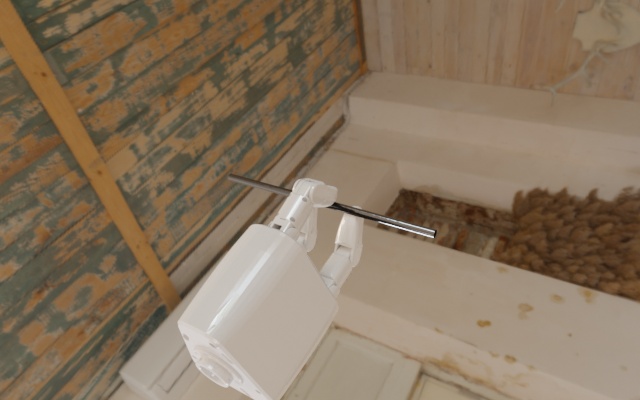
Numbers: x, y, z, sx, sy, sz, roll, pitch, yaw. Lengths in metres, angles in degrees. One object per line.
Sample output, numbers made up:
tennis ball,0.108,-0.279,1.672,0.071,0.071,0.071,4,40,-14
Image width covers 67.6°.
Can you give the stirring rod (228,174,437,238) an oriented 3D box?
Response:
stirring rod,0.000,0.002,0.481,0.239,0.011,0.011,15,7,29
